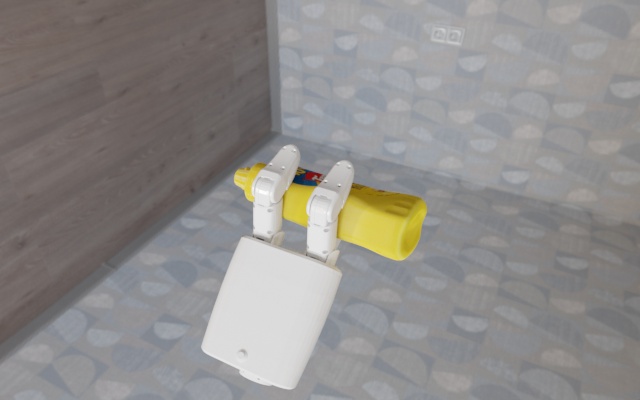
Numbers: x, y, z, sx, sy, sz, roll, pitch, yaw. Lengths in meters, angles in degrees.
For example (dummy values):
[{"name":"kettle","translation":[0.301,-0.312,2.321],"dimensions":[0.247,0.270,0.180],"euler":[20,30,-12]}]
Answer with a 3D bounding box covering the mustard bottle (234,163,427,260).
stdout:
[{"name":"mustard bottle","translation":[0.000,0.001,0.462],"dimensions":[0.191,0.058,0.096],"euler":[17,13,21]}]
